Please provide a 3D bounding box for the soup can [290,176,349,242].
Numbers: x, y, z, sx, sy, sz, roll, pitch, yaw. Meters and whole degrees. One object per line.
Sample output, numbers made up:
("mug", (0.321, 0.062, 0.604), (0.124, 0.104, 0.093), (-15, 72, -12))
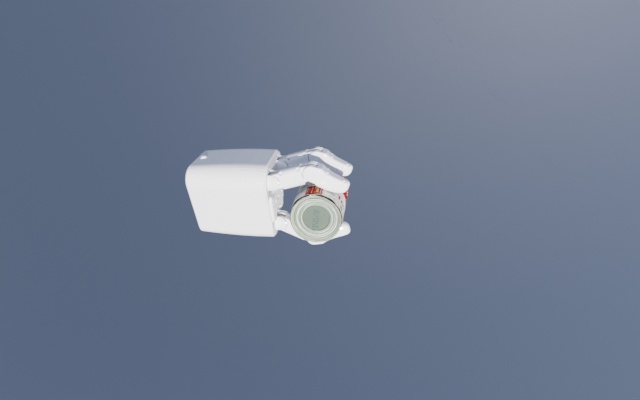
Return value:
("soup can", (0.001, 0.002, 0.632), (0.068, 0.068, 0.102), (0, 25, 8))
